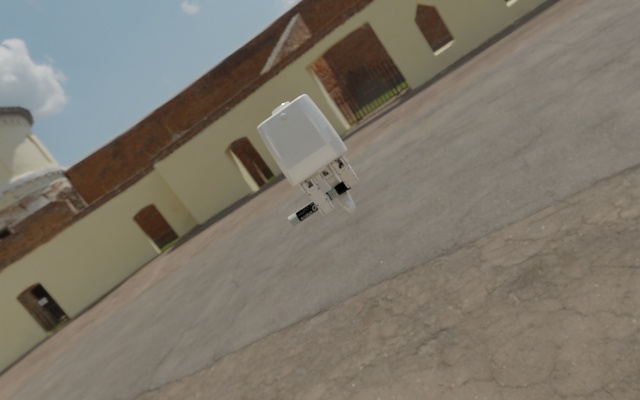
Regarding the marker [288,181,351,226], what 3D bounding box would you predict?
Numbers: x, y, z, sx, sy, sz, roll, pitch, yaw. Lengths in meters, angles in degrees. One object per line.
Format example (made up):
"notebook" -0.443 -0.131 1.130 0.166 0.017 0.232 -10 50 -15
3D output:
"marker" 0.000 0.003 0.793 0.121 0.020 0.020 -34 -3 5
